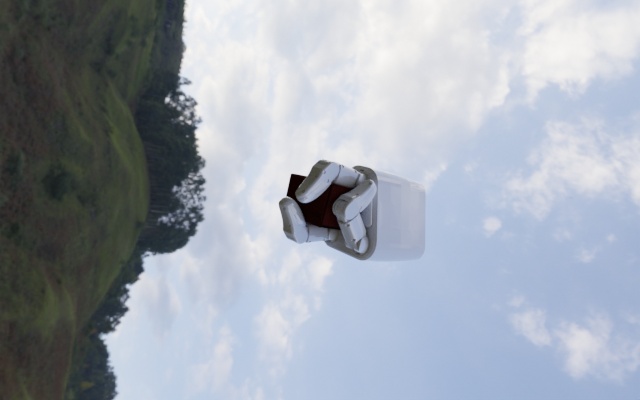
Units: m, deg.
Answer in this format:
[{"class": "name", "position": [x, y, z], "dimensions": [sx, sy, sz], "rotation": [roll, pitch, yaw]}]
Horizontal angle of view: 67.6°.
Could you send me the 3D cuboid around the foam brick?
[{"class": "foam brick", "position": [0.000, 0.002, 0.585], "dimensions": [0.051, 0.053, 0.078], "rotation": [9, 7, -41]}]
